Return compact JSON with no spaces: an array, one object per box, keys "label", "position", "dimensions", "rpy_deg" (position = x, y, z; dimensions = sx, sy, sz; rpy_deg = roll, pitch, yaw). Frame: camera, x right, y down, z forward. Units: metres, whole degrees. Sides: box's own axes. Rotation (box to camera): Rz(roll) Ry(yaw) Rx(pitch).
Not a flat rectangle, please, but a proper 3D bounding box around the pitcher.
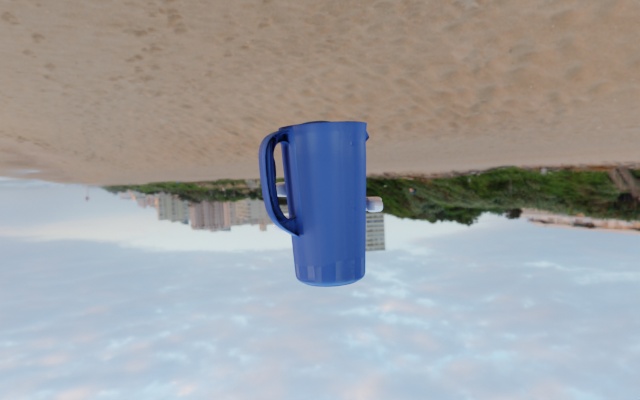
[{"label":"pitcher","position":[0.000,0.002,0.721],"dimensions":[0.149,0.243,0.145],"rpy_deg":[-2,4,10]}]
